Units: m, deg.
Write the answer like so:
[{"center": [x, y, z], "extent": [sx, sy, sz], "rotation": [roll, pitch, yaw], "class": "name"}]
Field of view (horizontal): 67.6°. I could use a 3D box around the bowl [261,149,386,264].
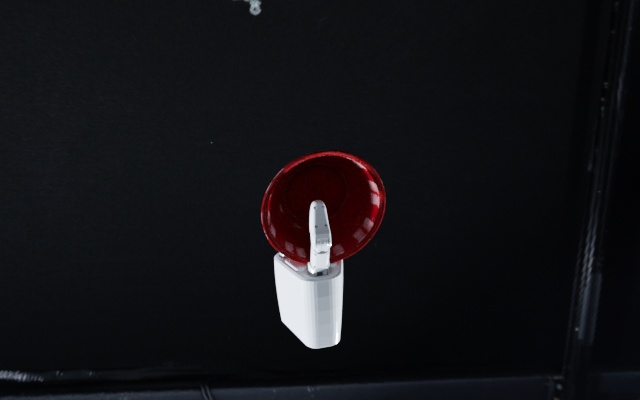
[{"center": [0.000, 0.001, 0.624], "extent": [0.162, 0.162, 0.055], "rotation": [0, 25, -15], "class": "bowl"}]
